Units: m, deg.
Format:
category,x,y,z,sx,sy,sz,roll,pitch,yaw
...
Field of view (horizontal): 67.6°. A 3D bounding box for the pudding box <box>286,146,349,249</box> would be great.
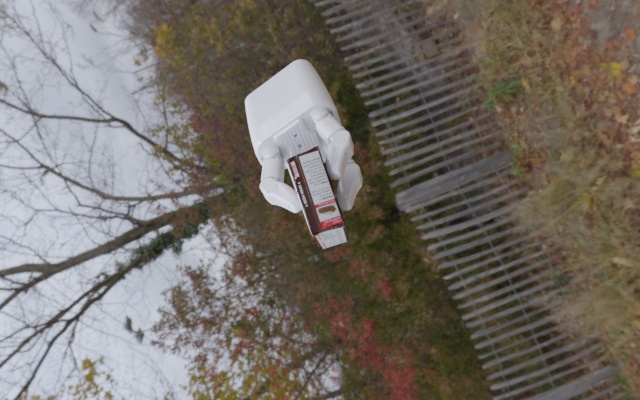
category,x,y,z,sx,sy,sz,roll,pitch,yaw
pudding box,0.000,0.002,0.529,0.039,0.090,0.113,-20,-13,3
